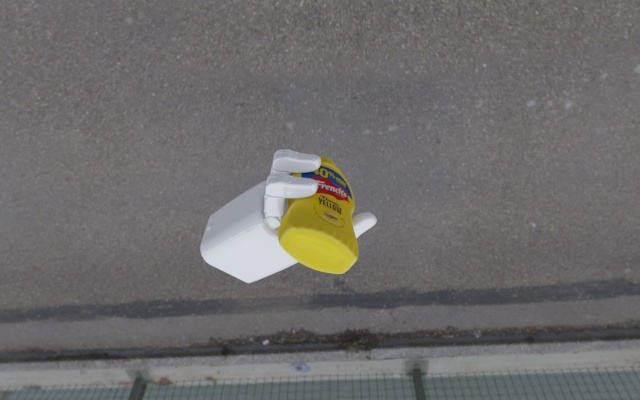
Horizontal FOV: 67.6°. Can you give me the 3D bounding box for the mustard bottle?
[{"bbox_3d":[0.000,0.002,0.620,0.096,0.058,0.191,26,34,-17],"label":"mustard bottle"}]
